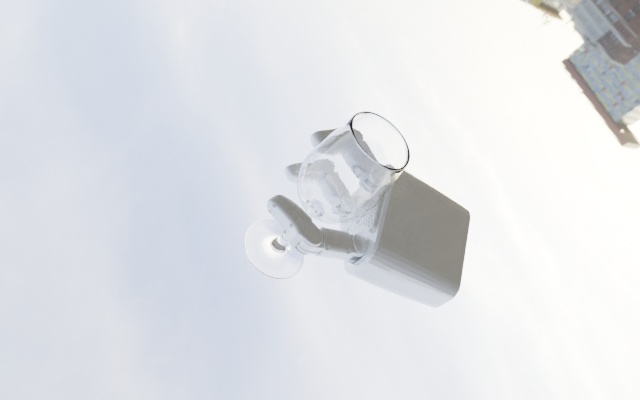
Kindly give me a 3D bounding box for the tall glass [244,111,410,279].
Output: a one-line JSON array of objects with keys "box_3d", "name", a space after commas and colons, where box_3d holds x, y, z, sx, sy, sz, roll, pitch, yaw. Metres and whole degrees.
[{"box_3d": [0.000, 0.002, 0.465, 0.079, 0.079, 0.201, 0, -32, -36], "name": "tall glass"}]
